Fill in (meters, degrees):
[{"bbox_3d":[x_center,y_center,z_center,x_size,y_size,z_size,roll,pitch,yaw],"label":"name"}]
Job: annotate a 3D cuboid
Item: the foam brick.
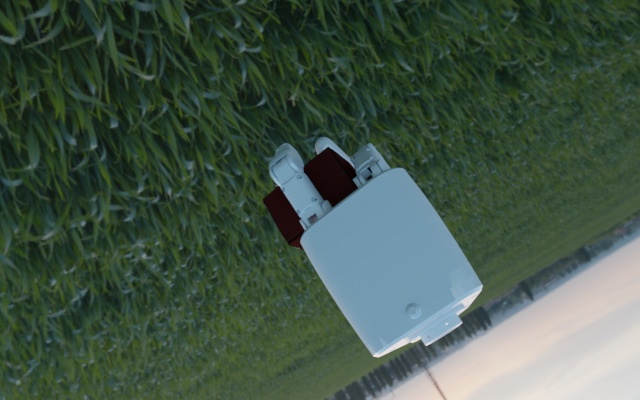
[{"bbox_3d":[0.000,0.001,0.419,0.078,0.051,0.053,-38,-24,13],"label":"foam brick"}]
